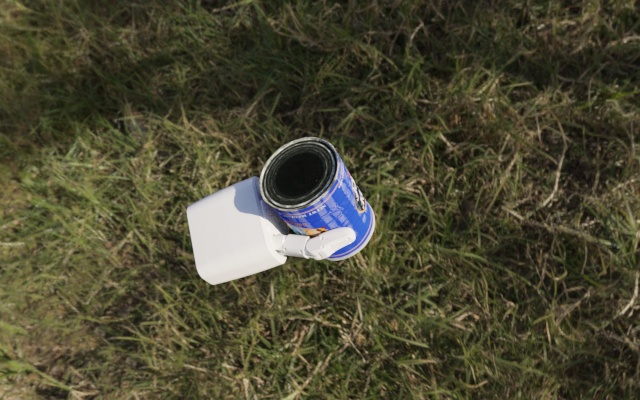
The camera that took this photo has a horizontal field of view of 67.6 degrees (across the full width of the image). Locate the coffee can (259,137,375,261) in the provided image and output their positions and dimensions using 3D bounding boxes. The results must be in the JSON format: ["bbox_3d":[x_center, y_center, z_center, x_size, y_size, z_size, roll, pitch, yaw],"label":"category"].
[{"bbox_3d":[0.000,0.002,0.609,0.103,0.102,0.140,0,-30,26],"label":"coffee can"}]
